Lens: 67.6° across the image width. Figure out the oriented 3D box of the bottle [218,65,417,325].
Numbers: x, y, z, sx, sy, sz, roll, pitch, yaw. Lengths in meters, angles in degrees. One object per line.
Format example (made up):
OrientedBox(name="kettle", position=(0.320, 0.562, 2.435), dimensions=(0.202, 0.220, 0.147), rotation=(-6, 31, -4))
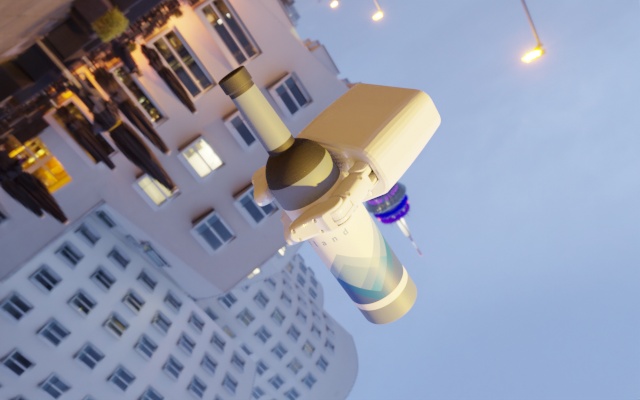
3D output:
OrientedBox(name="bottle", position=(0.000, 0.002, 0.469), dimensions=(0.069, 0.296, 0.069), rotation=(-28, 25, 15))
